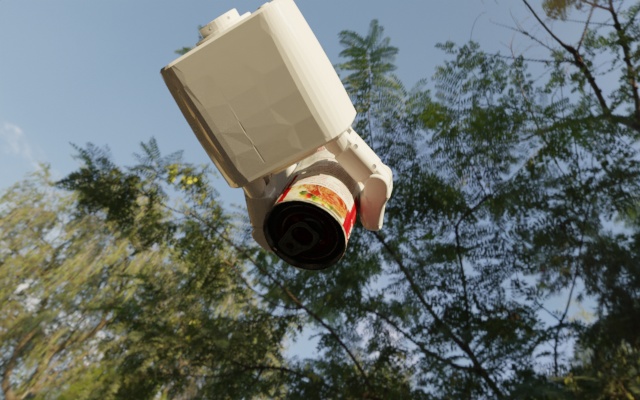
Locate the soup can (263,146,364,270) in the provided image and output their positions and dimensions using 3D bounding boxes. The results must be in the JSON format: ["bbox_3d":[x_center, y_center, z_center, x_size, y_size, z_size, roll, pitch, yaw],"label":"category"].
[{"bbox_3d":[0.000,0.002,0.411,0.068,0.068,0.102,0,32,18],"label":"soup can"}]
